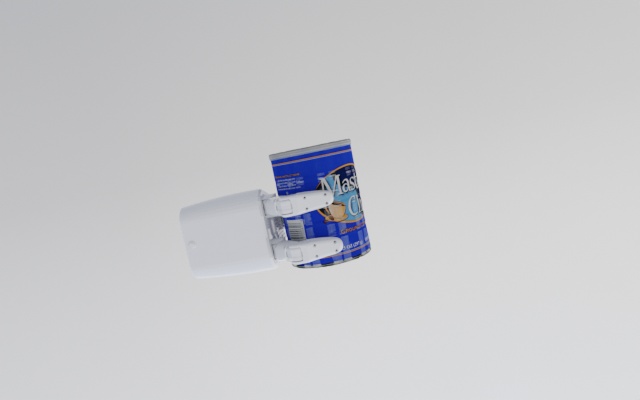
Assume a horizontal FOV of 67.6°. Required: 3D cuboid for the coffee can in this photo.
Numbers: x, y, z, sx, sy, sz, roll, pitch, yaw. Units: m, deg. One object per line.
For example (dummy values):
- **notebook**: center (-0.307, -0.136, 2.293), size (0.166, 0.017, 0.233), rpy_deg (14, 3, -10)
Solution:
- **coffee can**: center (0.000, 0.002, 0.594), size (0.103, 0.140, 0.103), rpy_deg (-11, 6, 1)
